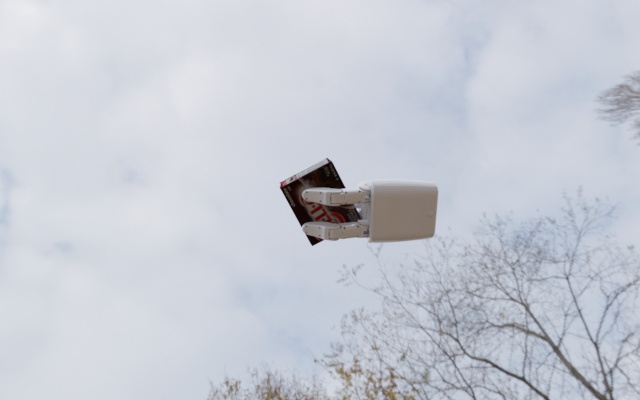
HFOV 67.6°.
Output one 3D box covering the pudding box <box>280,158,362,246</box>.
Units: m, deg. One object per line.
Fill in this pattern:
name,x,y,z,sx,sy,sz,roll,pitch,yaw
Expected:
pudding box,0.000,0.002,0.748,0.090,0.113,0.039,-28,16,1
